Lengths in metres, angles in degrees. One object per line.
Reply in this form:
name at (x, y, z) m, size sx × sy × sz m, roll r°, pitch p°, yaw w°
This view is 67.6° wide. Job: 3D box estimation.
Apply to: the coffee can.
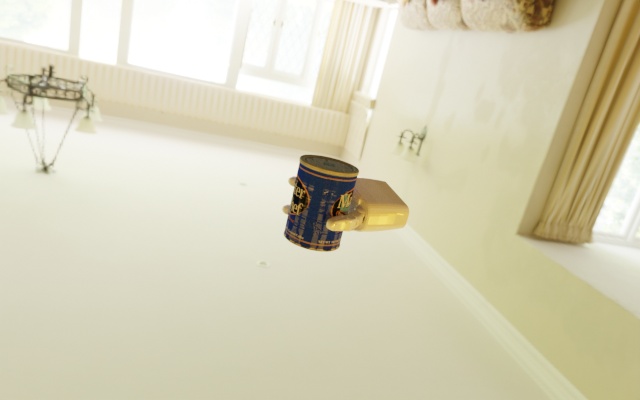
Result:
coffee can at (0.000, 0.003, 0.820) m, size 0.103 × 0.140 × 0.102 m, roll 12°, pitch 17°, yaw -4°
